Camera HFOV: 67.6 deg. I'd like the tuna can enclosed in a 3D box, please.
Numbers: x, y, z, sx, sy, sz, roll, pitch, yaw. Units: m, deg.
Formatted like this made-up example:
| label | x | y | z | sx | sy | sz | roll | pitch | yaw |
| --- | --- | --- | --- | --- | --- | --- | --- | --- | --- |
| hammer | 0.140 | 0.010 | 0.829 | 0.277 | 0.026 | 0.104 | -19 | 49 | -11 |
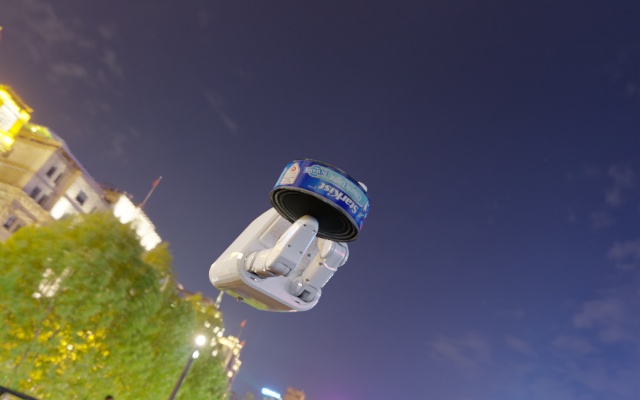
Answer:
| label | x | y | z | sx | sy | sz | roll | pitch | yaw |
| --- | --- | --- | --- | --- | --- | --- | --- | --- | --- |
| tuna can | 0.000 | 0.001 | 0.424 | 0.086 | 0.033 | 0.086 | 22 | -24 | 10 |
